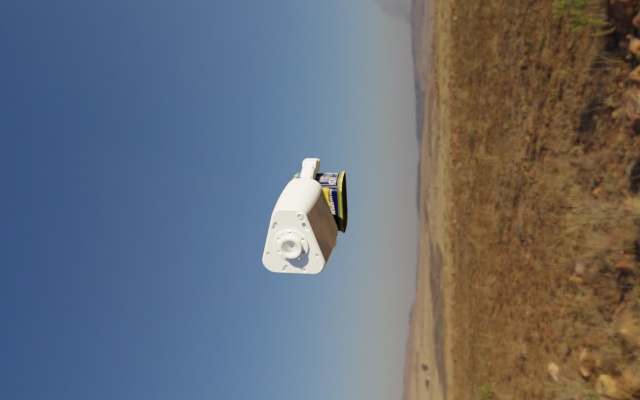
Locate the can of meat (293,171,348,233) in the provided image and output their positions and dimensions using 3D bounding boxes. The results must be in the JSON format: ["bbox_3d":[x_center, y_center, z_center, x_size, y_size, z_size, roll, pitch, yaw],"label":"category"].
[{"bbox_3d":[0.000,0.003,0.805,0.084,0.102,0.057,1,27,10],"label":"can of meat"}]
